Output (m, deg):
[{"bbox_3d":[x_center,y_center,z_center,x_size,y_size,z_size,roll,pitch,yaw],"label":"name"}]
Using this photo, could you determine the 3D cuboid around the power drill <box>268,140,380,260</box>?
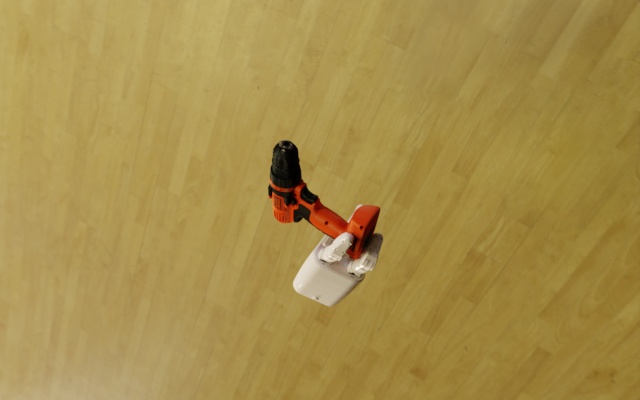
[{"bbox_3d":[0.000,0.003,0.762,0.187,0.057,0.185,30,-32,18],"label":"power drill"}]
